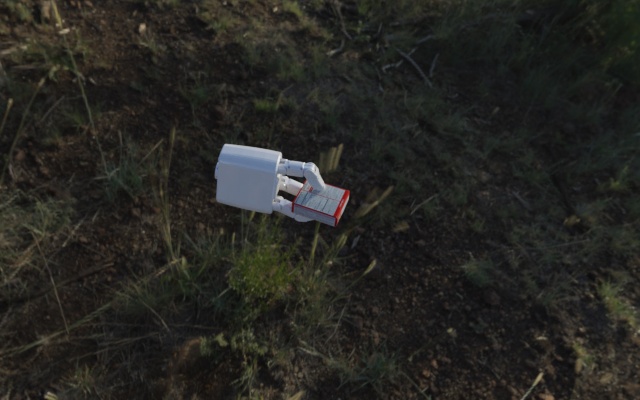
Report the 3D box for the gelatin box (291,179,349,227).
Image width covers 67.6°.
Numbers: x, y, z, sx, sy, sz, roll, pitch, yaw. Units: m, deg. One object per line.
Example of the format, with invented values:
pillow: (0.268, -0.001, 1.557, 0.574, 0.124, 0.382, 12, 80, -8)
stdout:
gelatin box: (0.000, 0.003, 0.881, 0.089, 0.030, 0.073, 17, 48, 11)
